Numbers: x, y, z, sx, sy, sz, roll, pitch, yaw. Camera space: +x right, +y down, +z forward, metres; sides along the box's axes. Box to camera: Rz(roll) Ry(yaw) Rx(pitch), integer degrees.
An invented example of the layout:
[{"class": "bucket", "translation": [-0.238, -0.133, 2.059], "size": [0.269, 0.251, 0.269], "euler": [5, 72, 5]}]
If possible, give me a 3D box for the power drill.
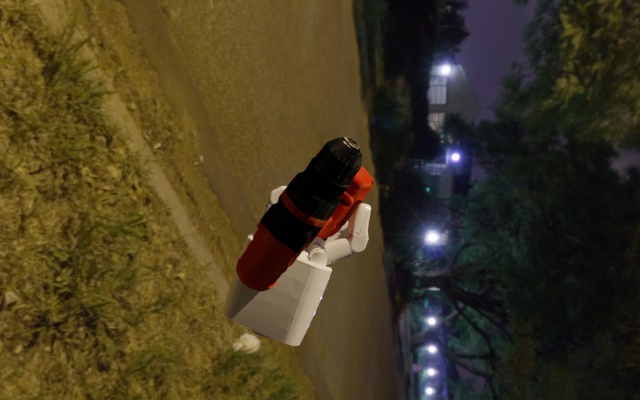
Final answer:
[{"class": "power drill", "translation": [0.000, 0.002, 0.526], "size": [0.057, 0.184, 0.187], "euler": [42, 22, 9]}]
